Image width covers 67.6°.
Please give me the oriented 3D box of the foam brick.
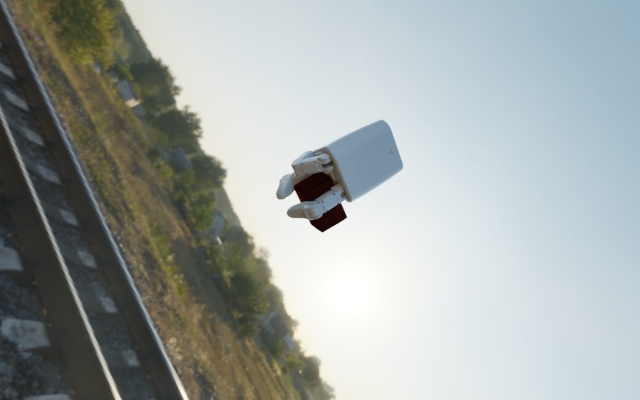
[{"bbox_3d":[0.000,0.003,0.766,0.051,0.078,0.053,-30,25,-14],"label":"foam brick"}]
